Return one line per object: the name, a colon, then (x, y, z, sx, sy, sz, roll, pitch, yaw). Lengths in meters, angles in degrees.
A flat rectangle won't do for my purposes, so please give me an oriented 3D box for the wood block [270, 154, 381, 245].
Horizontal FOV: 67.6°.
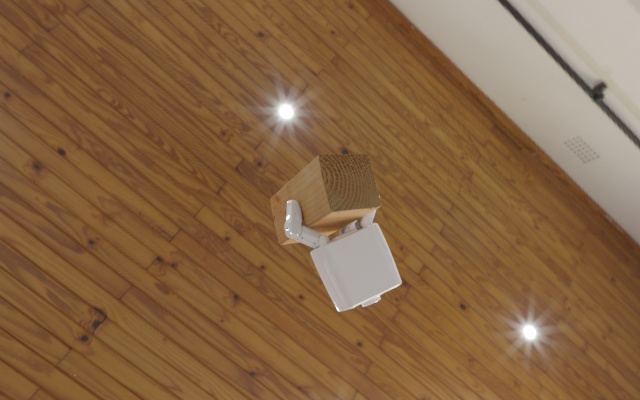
wood block: (0.000, 0.003, 0.788, 0.091, 0.090, 0.206, -5, -16, -29)
